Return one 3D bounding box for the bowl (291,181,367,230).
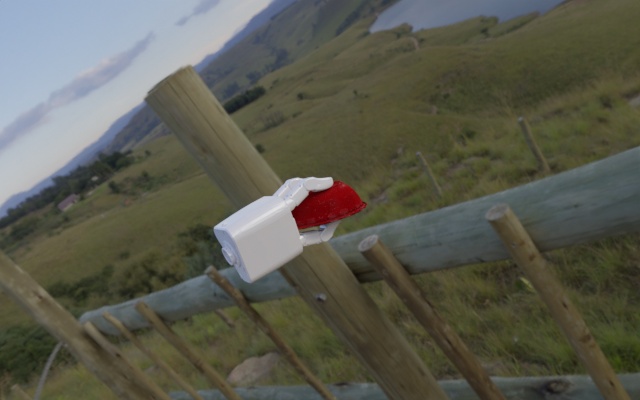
[{"bbox_3d":[0.001,0.002,0.867,0.162,0.055,0.162,-15,8,2],"label":"bowl"}]
